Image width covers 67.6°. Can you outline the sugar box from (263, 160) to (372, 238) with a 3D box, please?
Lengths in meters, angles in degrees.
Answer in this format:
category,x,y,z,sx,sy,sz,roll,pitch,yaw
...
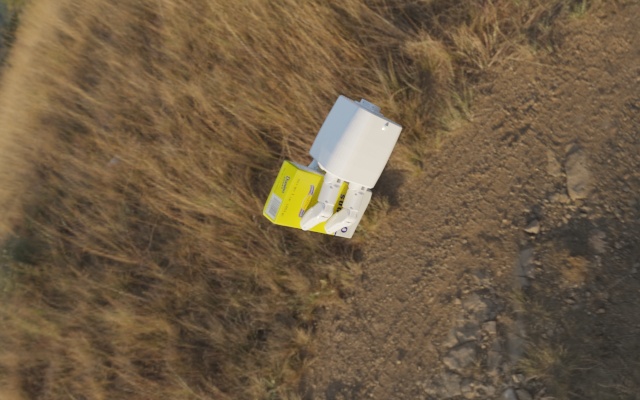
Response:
category,x,y,z,sx,sy,sz,roll,pitch,yaw
sugar box,0.000,0.003,0.771,0.176,0.093,0.048,14,16,-41
